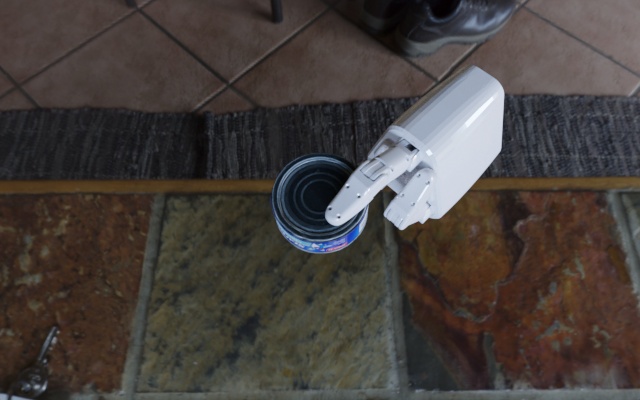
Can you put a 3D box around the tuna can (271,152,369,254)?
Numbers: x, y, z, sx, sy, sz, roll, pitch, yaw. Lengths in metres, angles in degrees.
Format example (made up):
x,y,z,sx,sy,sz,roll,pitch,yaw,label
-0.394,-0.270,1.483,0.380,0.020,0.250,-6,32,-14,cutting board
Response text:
x,y,z,sx,sy,sz,roll,pitch,yaw,label
0.000,0.001,0.421,0.086,0.086,0.034,0,-22,3,tuna can
